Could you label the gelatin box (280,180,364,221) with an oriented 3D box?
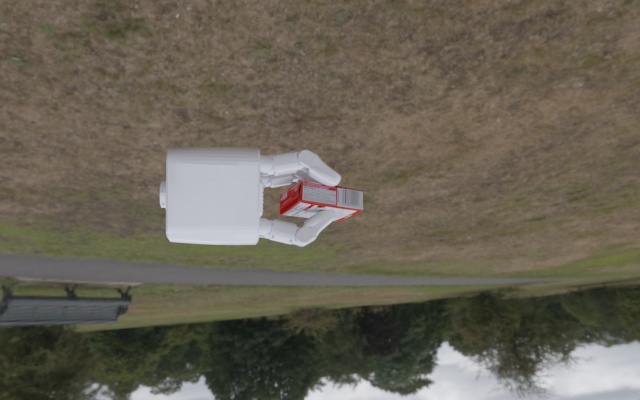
[{"bbox_3d":[0.000,0.003,0.614,0.089,0.030,0.073,9,-17,-22],"label":"gelatin box"}]
